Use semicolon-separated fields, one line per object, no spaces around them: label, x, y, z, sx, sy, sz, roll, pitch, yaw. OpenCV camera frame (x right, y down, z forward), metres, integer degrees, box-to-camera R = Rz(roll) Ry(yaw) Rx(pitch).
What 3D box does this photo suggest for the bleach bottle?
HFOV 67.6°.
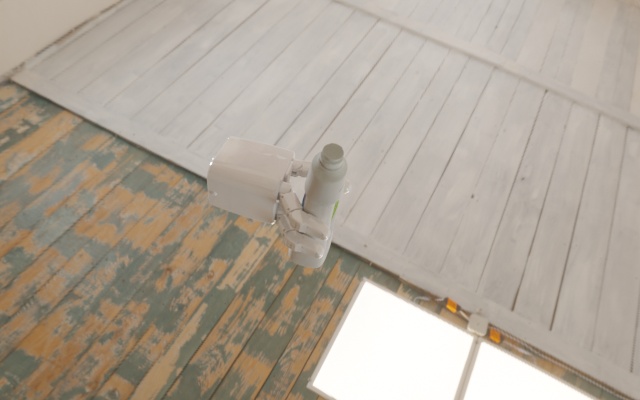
bleach bottle;0.000;0.002;0.717;0.068;0.102;0.251;15;-36;0
